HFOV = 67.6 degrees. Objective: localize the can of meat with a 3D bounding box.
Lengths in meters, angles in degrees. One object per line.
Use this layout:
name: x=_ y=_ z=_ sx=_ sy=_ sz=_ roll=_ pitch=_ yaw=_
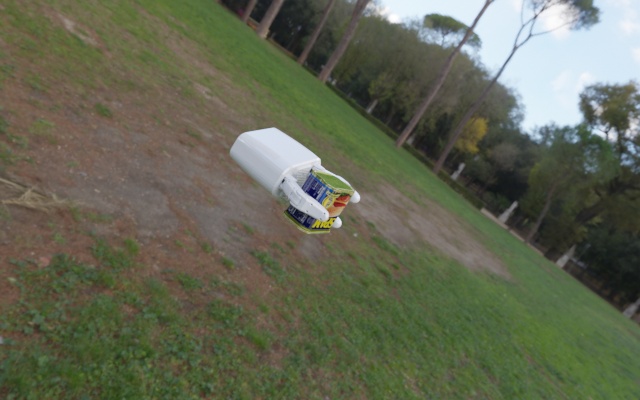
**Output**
can of meat: x=0.000 y=0.002 z=0.757 sx=0.057 sy=0.084 sz=0.102 roll=39 pitch=14 yaw=23
